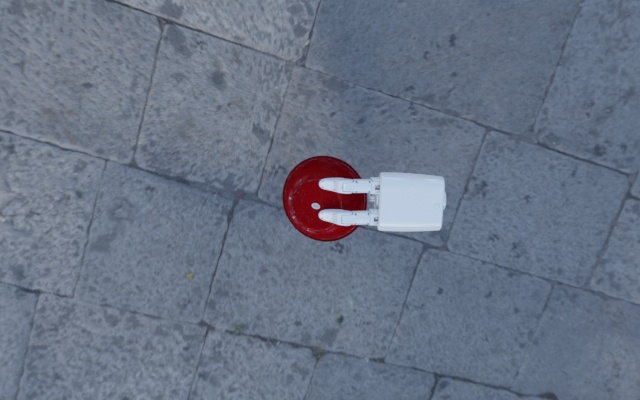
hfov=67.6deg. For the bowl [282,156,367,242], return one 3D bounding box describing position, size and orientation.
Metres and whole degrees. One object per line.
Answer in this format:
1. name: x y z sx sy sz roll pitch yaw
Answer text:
1. bowl: -0.001 0.003 0.853 0.162 0.162 0.055 0 12 15
